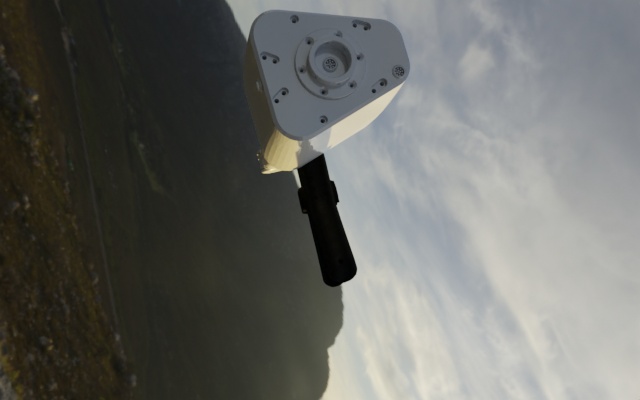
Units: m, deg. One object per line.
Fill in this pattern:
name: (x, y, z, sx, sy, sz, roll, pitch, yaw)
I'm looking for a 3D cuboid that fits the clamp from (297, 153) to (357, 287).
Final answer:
clamp: (0.001, 0.001, 0.441, 0.039, 0.171, 0.120, -16, -2, -11)
